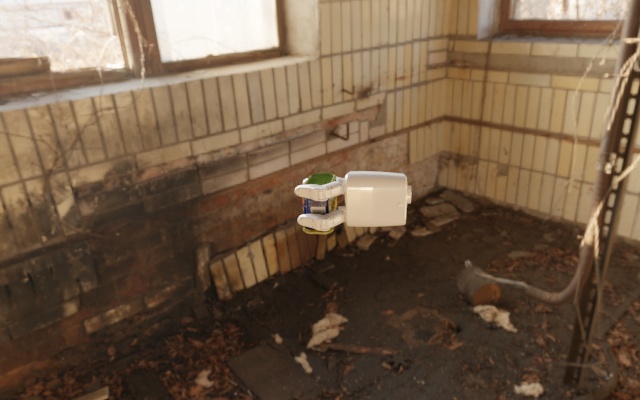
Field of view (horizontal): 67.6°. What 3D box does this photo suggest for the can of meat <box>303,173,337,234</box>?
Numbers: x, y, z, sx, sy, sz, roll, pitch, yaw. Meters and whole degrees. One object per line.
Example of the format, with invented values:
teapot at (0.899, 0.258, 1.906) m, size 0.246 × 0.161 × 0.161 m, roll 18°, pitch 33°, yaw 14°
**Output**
can of meat at (0.000, 0.003, 0.891) m, size 0.057 × 0.084 × 0.102 m, roll 2°, pitch 23°, yaw 11°
